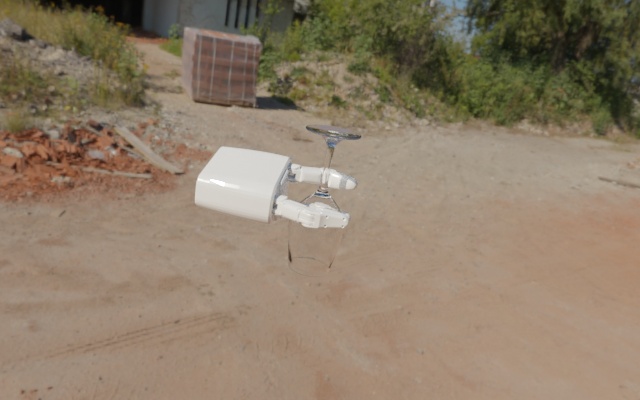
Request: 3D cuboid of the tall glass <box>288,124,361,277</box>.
[{"bbox_3d":[0.000,0.002,0.656,0.079,0.201,0.079,9,18,-3],"label":"tall glass"}]
